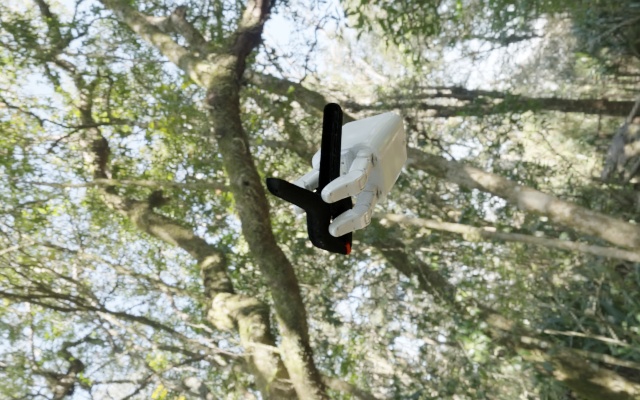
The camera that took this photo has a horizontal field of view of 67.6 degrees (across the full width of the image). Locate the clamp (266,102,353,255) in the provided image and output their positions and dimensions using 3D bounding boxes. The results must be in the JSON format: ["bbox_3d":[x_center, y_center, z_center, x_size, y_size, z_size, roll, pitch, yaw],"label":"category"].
[{"bbox_3d":[0.000,0.002,0.620,0.036,0.210,0.164,10,40,30],"label":"clamp"}]
